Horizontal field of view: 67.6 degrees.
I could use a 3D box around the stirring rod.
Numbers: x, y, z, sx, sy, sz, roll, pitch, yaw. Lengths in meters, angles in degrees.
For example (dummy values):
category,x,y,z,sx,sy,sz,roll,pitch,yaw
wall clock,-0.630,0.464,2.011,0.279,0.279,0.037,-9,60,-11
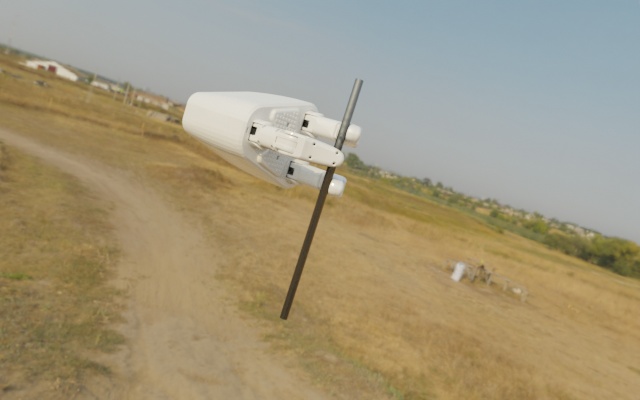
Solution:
category,x,y,z,sx,sy,sz,roll,pitch,yaw
stirring rod,0.000,0.002,0.457,0.011,0.239,0.011,18,6,-2
